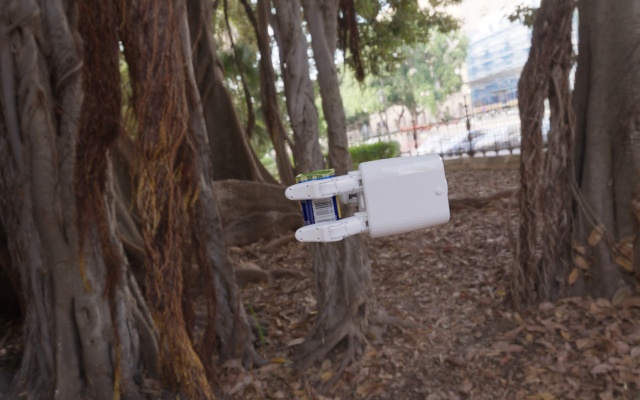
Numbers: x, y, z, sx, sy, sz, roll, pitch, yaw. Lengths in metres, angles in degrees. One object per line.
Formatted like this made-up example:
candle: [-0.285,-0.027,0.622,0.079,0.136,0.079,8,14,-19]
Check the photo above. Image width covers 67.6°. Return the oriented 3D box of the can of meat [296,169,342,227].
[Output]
can of meat: [0.000,0.002,0.661,0.057,0.084,0.102,-9,6,3]
